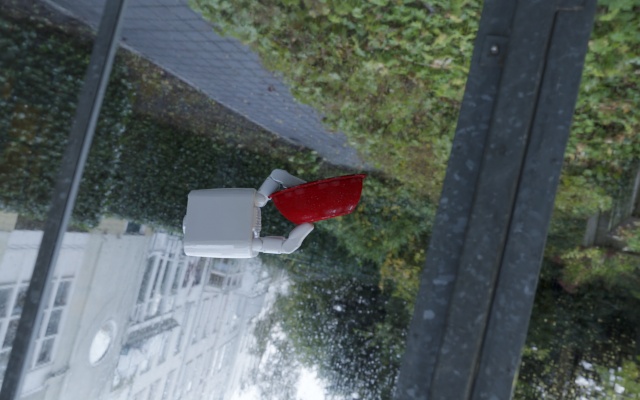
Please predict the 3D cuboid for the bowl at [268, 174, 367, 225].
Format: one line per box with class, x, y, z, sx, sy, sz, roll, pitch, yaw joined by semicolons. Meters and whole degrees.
bowl;0.001;0.003;0.760;0.162;0.055;0.162;-13;-4;-1
